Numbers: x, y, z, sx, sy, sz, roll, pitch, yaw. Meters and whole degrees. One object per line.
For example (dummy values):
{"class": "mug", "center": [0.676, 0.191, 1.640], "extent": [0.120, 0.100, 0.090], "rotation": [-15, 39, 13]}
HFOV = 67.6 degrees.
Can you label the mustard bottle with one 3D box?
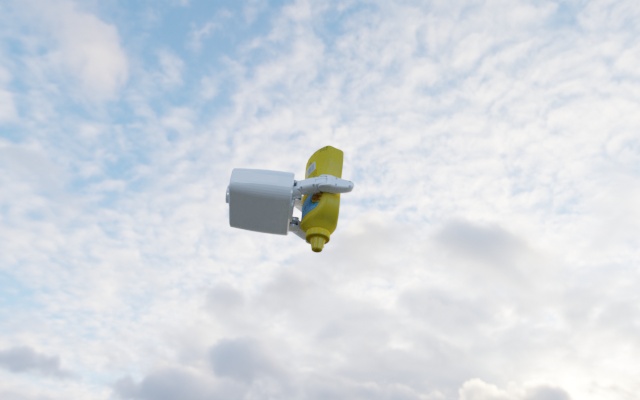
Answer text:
{"class": "mustard bottle", "center": [0.000, 0.003, 0.830], "extent": [0.058, 0.191, 0.096], "rotation": [21, -38, -22]}
